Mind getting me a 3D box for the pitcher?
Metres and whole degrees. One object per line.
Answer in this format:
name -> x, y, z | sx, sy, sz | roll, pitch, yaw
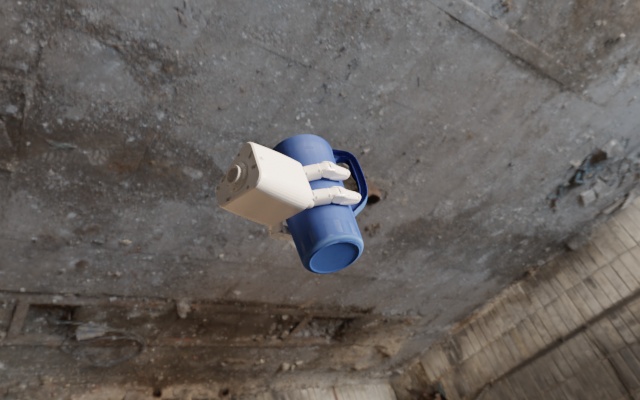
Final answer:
pitcher -> 0.000, 0.003, 0.861 | 0.149, 0.242, 0.145 | -42, -42, 25
